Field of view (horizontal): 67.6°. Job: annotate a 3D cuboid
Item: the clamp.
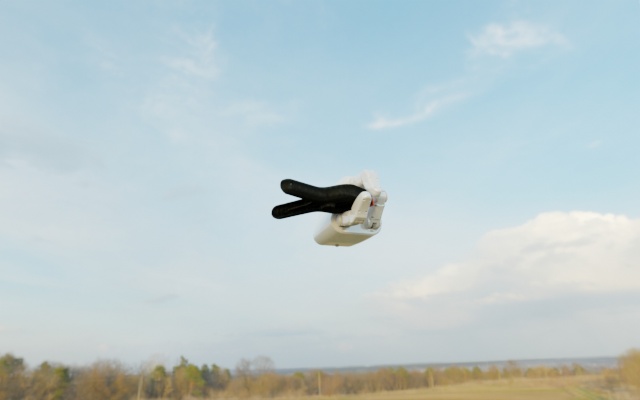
[{"bbox_3d":[0.000,0.002,0.795,0.171,0.039,0.120,5,-21,-21],"label":"clamp"}]
